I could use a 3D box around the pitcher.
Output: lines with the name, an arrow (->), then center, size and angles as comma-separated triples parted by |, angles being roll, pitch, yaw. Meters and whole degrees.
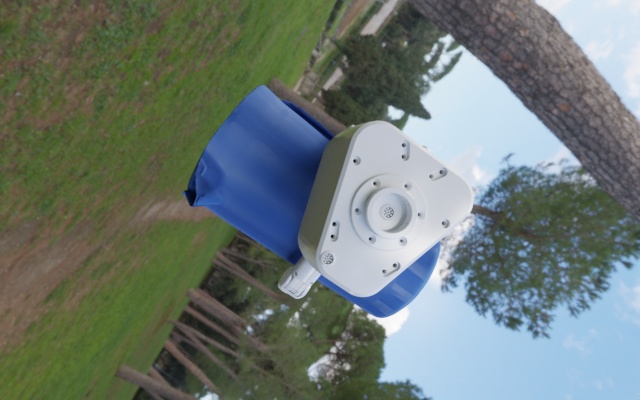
pitcher -> 0.000, 0.002, 0.487 | 0.243, 0.149, 0.145 | 37, -2, -6
